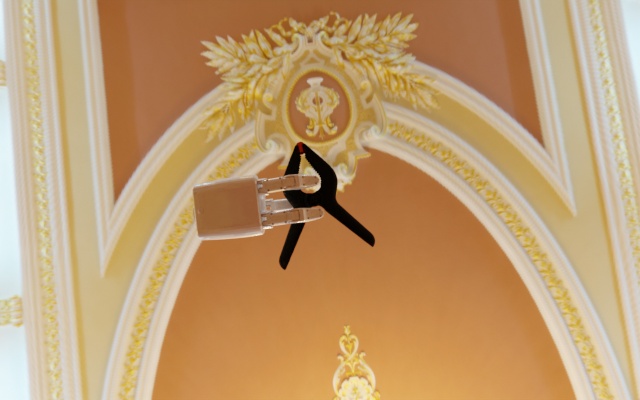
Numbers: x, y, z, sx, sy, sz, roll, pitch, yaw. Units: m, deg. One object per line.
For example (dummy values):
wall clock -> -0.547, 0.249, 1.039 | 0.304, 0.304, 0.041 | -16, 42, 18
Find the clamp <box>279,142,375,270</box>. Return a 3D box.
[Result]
clamp -> 0.000, 0.002, 0.809 | 0.164, 0.210, 0.036 | -7, -5, -4
